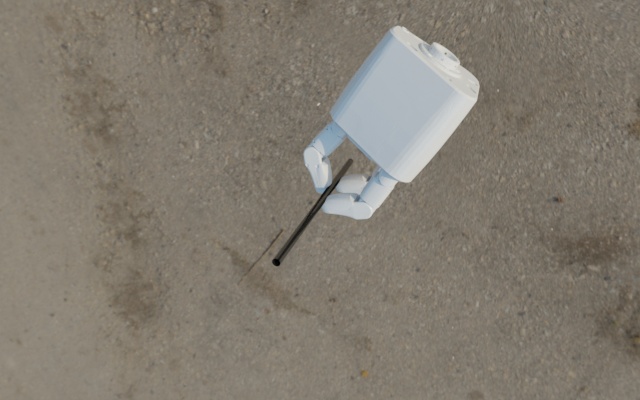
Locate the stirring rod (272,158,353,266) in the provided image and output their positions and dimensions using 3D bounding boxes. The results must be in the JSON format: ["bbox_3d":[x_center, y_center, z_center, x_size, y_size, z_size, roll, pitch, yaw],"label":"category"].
[{"bbox_3d":[0.000,0.002,0.517,0.011,0.011,0.239,0,26,21],"label":"stirring rod"}]
